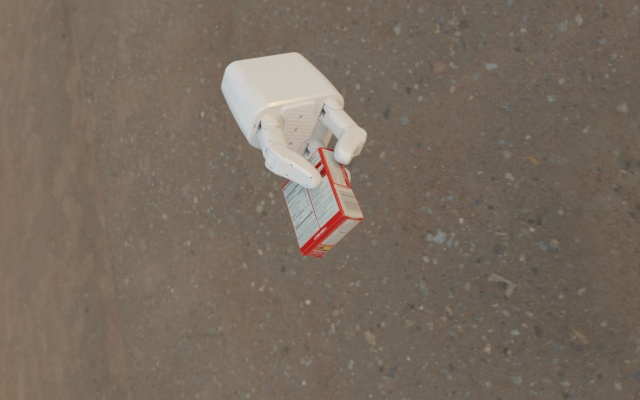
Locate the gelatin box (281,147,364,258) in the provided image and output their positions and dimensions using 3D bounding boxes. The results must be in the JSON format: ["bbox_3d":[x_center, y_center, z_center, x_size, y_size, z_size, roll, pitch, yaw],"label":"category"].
[{"bbox_3d":[0.000,0.002,0.488,0.030,0.089,0.073,11,-43,-38],"label":"gelatin box"}]
